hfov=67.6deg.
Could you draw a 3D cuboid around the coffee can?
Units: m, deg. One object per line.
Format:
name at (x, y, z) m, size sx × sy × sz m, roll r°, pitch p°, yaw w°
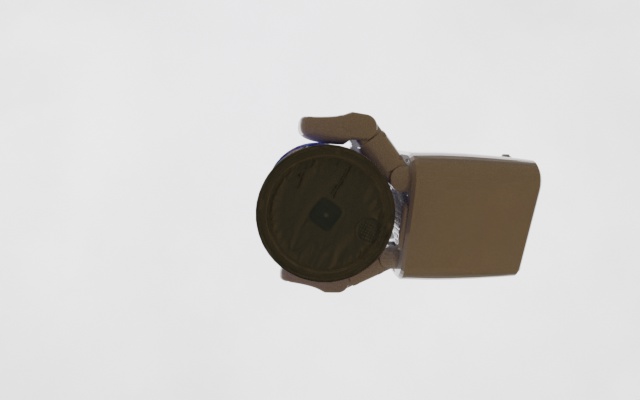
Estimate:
coffee can at (0.000, 0.001, 0.416) m, size 0.103 × 0.103 × 0.140 m, roll 0°, pitch 8°, yaw -3°
